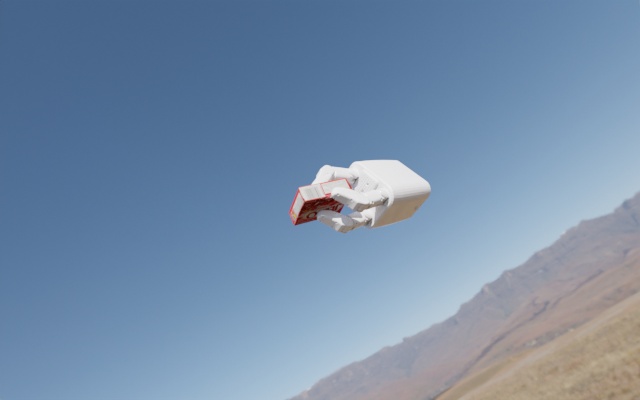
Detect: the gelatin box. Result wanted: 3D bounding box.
[{"bbox_3d":[0.000,0.002,0.774,0.089,0.030,0.073,-13,-29,-26],"label":"gelatin box"}]
